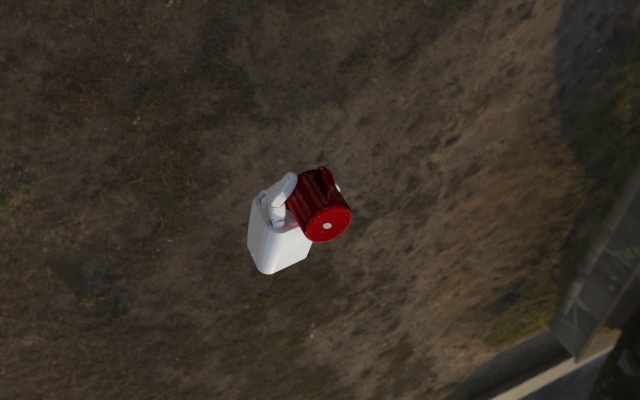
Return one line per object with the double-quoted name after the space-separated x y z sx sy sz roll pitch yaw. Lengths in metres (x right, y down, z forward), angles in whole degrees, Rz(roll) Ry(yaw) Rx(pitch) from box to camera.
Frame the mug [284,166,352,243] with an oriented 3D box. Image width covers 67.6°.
0.001 0.001 0.740 0.093 0.117 0.081 -6 43 -27 "mug"
